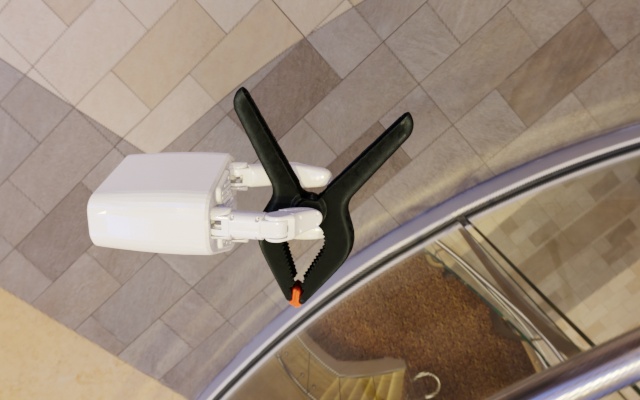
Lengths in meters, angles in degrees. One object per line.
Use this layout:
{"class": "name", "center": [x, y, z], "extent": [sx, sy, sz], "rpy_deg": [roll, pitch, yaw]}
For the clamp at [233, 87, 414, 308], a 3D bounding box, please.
{"class": "clamp", "center": [0.000, 0.002, 0.454], "extent": [0.164, 0.210, 0.036], "rpy_deg": [3, 14, 5]}
